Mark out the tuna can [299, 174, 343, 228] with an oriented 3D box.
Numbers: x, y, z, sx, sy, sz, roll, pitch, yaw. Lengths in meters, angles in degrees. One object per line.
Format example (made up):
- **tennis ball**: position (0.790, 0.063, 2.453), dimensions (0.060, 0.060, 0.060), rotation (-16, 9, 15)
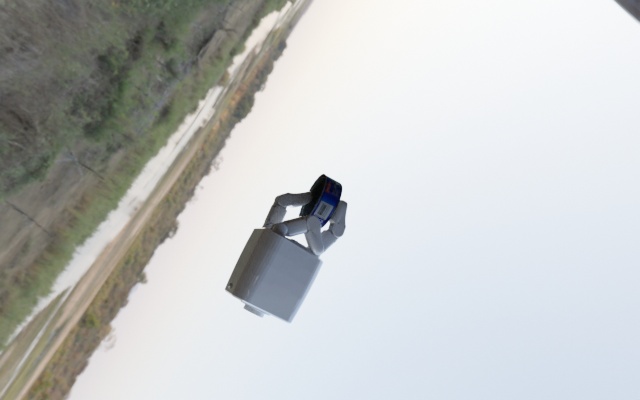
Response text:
- **tuna can**: position (0.001, 0.003, 0.764), dimensions (0.034, 0.086, 0.086), rotation (27, -8, -15)
